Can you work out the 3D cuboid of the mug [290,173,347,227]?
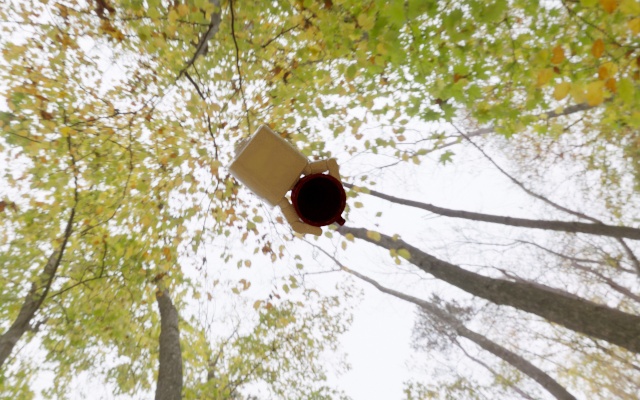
[{"bbox_3d":[0.001,0.004,0.857,0.117,0.093,0.081,40,-3,-14],"label":"mug"}]
